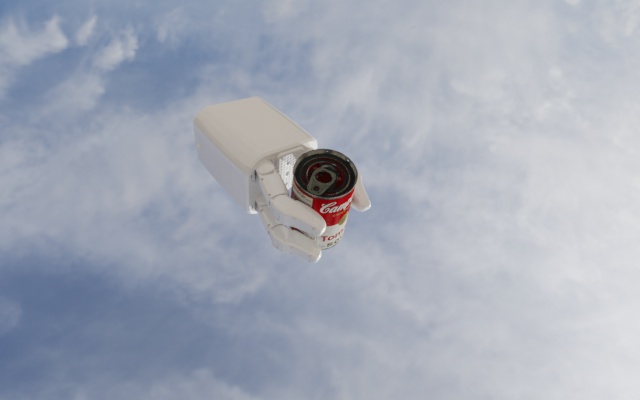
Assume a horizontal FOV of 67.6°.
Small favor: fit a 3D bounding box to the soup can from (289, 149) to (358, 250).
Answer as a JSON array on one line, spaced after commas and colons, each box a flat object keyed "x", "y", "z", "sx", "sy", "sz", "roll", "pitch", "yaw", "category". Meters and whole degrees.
[{"x": 0.000, "y": 0.002, "z": 0.532, "sx": 0.068, "sy": 0.068, "sz": 0.102, "roll": 0, "pitch": -38, "yaw": -7, "category": "soup can"}]
